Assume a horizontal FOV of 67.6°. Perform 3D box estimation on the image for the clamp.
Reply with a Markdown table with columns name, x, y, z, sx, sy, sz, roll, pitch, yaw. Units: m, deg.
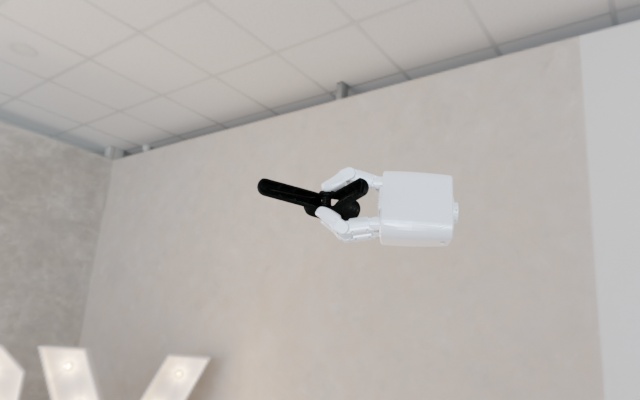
| name | x | y | z | sx | sy | sz | roll | pitch | yaw |
| --- | --- | --- | --- | --- | --- | --- | --- | --- | --- |
| clamp | 0.001 | 0.002 | 0.763 | 0.164 | 0.036 | 0.210 | 3 | -14 | 10 |
